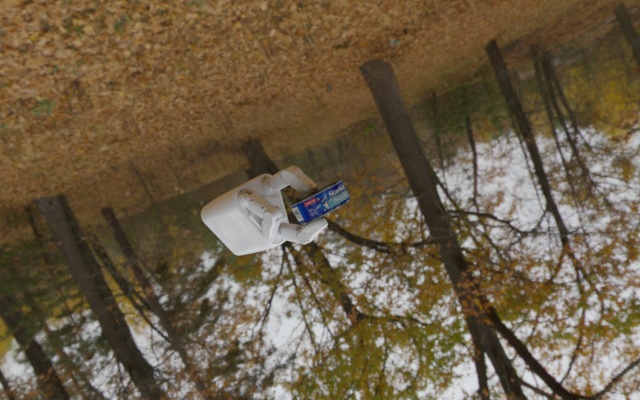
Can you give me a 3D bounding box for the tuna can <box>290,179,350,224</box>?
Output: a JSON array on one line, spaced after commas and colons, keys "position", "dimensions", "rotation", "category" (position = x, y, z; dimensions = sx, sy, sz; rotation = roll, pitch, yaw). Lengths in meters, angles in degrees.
[{"position": [0.000, 0.003, 0.709], "dimensions": [0.086, 0.034, 0.086], "rotation": [-27, 3, 2], "category": "tuna can"}]
